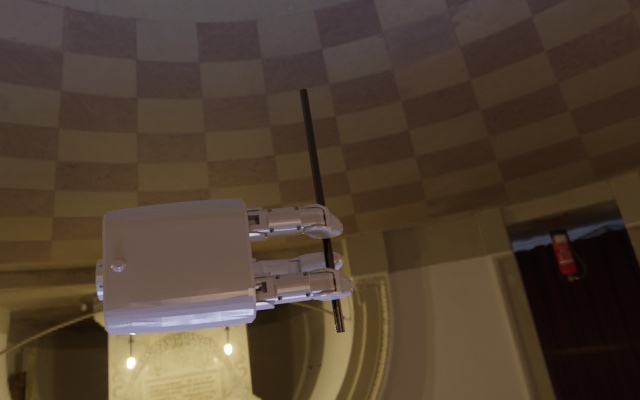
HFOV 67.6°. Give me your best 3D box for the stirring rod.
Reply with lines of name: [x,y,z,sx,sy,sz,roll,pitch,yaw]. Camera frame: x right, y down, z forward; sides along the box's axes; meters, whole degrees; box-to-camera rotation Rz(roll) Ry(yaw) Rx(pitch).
stirring rod: [0.000,0.001,0.451,0.011,0.239,0.011,-8,-18,-3]
